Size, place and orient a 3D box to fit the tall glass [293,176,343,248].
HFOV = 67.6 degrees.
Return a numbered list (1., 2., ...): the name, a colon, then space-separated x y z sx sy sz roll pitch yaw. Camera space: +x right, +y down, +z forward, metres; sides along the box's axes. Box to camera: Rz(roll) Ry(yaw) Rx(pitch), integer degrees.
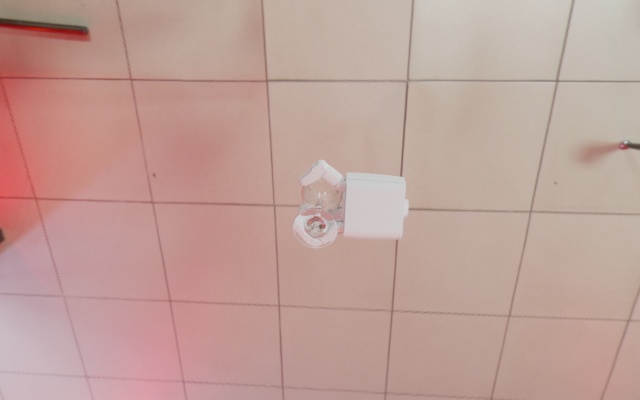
1. tall glass: 0.000 0.003 0.861 0.079 0.079 0.201 0 26 5
